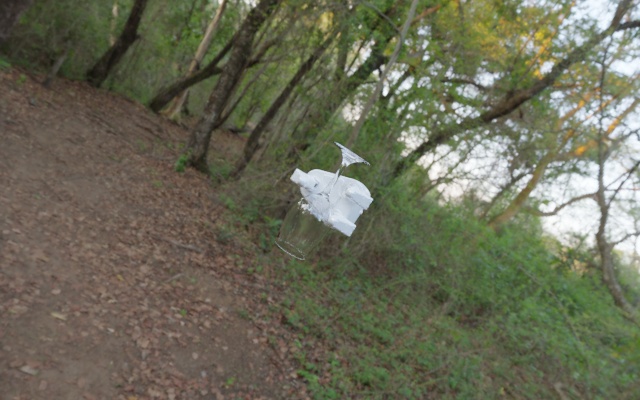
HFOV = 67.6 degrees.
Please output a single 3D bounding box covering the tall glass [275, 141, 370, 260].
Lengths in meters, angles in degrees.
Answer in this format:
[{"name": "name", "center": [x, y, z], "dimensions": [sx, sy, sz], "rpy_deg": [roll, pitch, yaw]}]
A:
[{"name": "tall glass", "center": [0.000, 0.002, 0.824], "dimensions": [0.079, 0.201, 0.079], "rpy_deg": [33, 5, -3]}]
